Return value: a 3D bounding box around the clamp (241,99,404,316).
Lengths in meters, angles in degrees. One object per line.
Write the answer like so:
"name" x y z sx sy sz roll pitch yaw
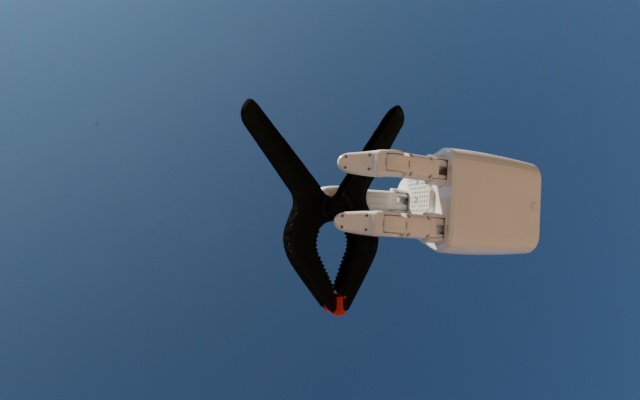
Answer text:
"clamp" 0.000 0.002 0.455 0.164 0.210 0.036 5 -4 -19
